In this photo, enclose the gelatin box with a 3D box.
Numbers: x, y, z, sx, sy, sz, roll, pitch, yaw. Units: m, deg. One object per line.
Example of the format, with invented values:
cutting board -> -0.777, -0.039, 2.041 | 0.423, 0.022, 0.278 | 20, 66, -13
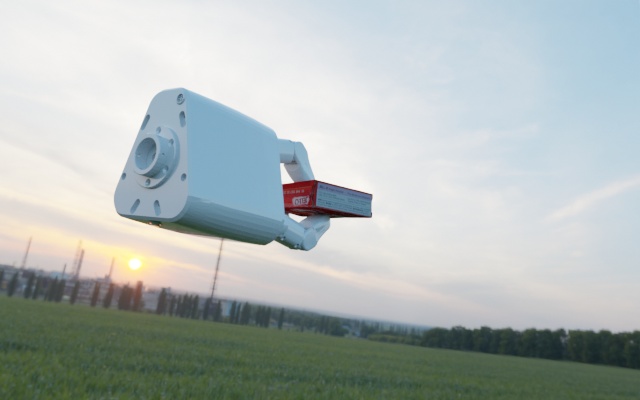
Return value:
gelatin box -> 0.000, 0.001, 0.508 | 0.089, 0.030, 0.073 | 11, -10, -43
